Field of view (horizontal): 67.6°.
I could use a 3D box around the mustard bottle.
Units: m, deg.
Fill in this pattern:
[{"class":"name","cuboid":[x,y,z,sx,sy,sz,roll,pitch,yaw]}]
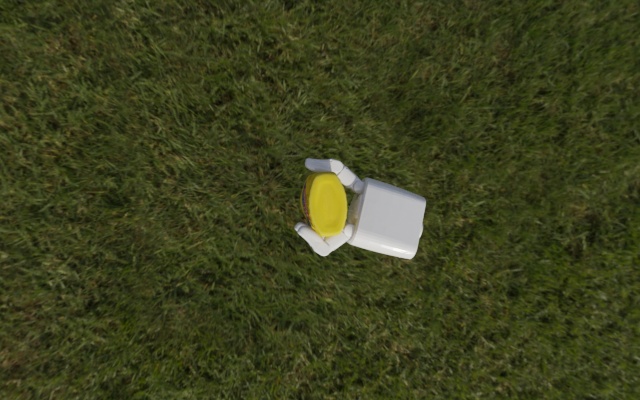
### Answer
[{"class":"mustard bottle","cuboid":[0.000,0.003,0.790,0.058,0.096,0.191,-7,3,-7]}]
